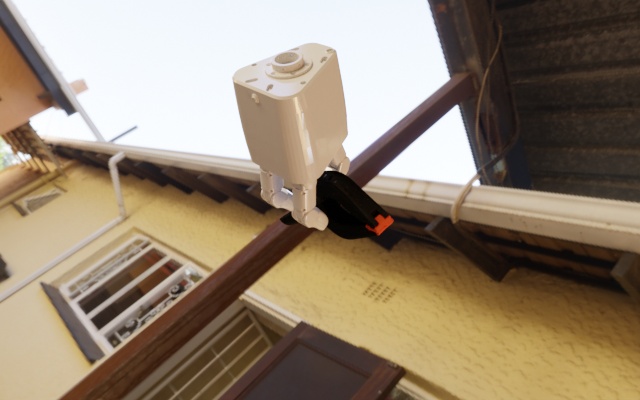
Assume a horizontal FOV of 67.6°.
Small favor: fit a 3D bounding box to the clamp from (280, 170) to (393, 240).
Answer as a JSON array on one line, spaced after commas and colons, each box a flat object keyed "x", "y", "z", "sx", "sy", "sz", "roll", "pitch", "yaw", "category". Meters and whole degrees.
[{"x": 0.001, "y": 0.002, "z": 0.605, "sx": 0.210, "sy": 0.165, "sz": 0.036, "roll": 30, "pitch": 55, "yaw": 34, "category": "clamp"}]
